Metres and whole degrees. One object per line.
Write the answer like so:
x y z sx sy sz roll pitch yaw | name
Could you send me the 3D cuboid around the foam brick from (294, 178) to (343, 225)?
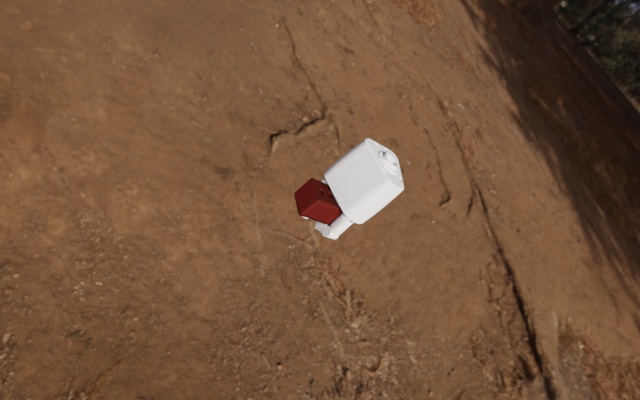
0.000 0.003 0.864 0.078 0.053 0.051 21 -49 -40 | foam brick
